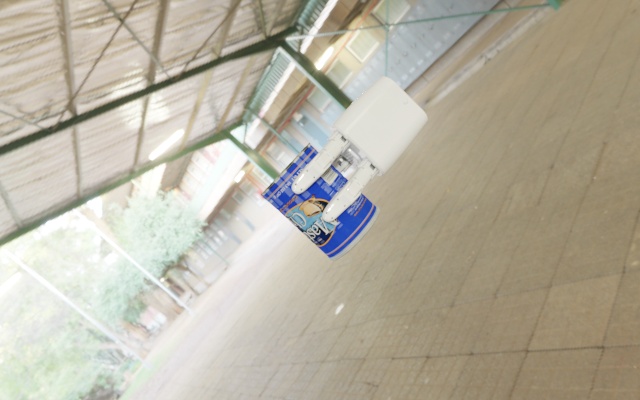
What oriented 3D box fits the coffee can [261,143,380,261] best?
[{"bbox_3d":[0.000,0.002,0.685,0.140,0.103,0.103,43,-6,-6],"label":"coffee can"}]
